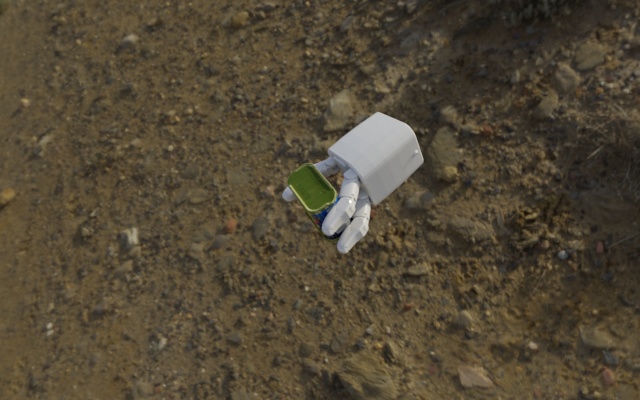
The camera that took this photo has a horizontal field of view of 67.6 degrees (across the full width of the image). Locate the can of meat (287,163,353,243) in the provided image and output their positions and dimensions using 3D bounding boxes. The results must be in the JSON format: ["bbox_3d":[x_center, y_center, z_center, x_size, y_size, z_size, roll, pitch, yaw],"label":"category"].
[{"bbox_3d":[0.000,0.002,0.729,0.102,0.057,0.084,51,-4,41],"label":"can of meat"}]
